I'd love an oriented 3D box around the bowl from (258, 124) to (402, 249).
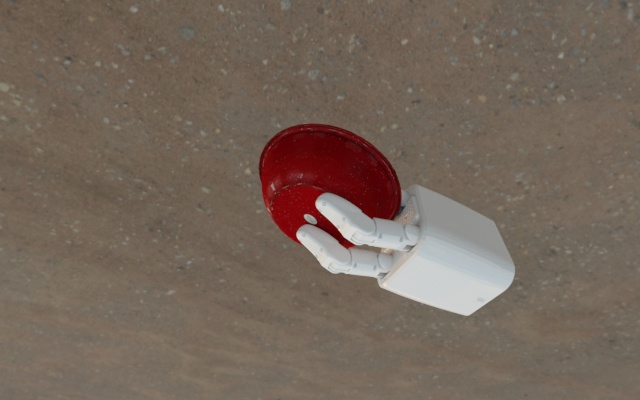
[{"bbox_3d":[-0.001,0.002,0.501,0.162,0.162,0.055,0,41,24],"label":"bowl"}]
